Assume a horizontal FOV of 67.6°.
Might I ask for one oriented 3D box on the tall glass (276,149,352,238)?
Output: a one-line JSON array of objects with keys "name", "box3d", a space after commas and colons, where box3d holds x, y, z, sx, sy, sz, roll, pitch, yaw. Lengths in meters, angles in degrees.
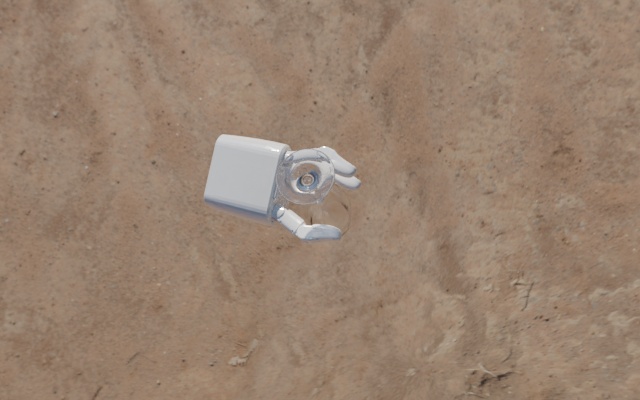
[{"name": "tall glass", "box3d": [0.000, 0.002, 0.676, 0.079, 0.079, 0.201, 0, -19, 12]}]
